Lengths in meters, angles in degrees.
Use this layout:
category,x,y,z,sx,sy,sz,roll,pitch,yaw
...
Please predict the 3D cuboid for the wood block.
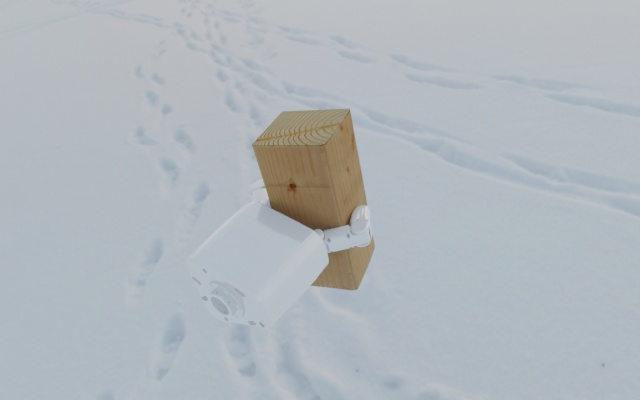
category,x,y,z,sx,sy,sz,roll,pitch,yaw
wood block,0.000,0.002,0.587,0.091,0.206,0.090,3,36,23
